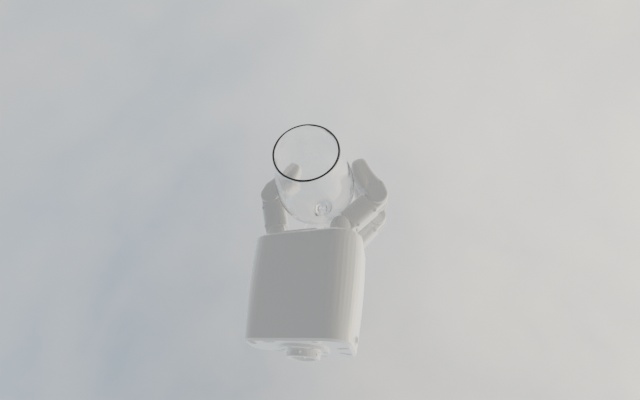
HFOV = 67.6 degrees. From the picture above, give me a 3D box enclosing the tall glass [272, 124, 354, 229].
[{"bbox_3d":[0.000,0.002,0.514,0.079,0.079,0.201,0,-27,9],"label":"tall glass"}]
